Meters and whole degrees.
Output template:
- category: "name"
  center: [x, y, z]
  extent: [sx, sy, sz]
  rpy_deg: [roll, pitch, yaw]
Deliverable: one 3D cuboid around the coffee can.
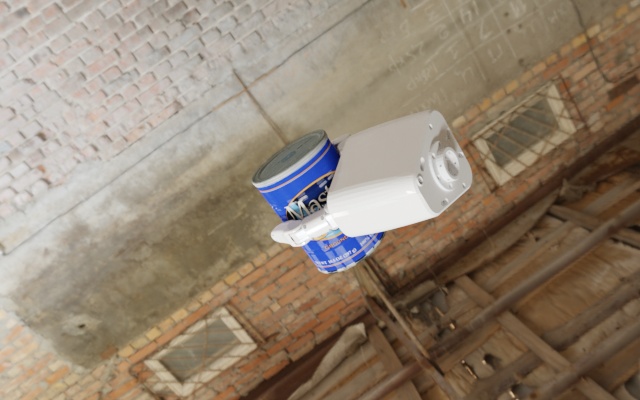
- category: "coffee can"
  center: [0.000, 0.002, 0.572]
  extent: [0.103, 0.140, 0.102]
  rpy_deg: [-31, 20, 13]
